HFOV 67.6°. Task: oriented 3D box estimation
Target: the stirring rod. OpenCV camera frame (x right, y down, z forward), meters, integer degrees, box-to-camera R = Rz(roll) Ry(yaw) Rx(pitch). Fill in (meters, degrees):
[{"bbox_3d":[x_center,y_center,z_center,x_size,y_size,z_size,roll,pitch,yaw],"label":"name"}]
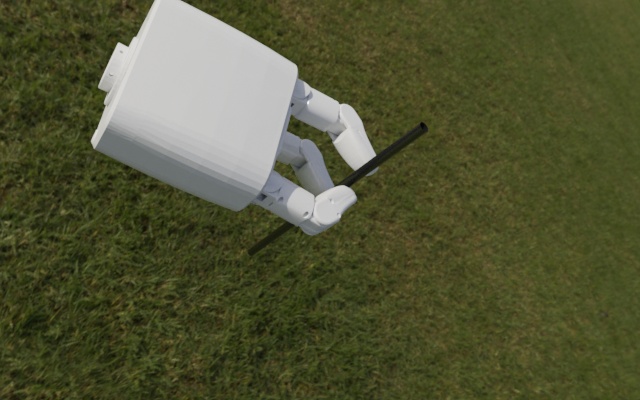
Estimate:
[{"bbox_3d":[0.000,0.001,0.412,0.011,0.011,0.240,0,-26,-41],"label":"stirring rod"}]
